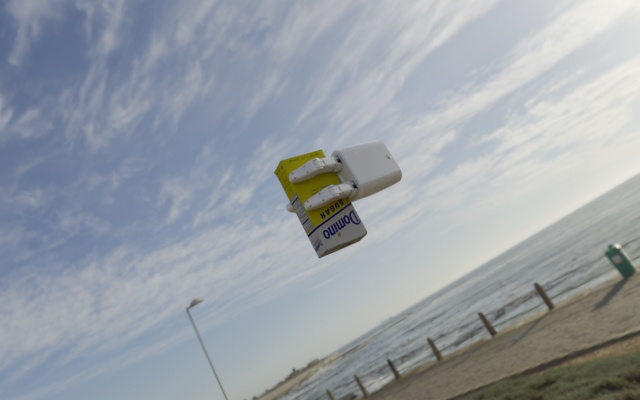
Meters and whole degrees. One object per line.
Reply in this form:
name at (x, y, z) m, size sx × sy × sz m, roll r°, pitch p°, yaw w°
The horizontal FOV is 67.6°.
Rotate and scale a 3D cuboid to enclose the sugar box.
sugar box at (0.000, 0.002, 0.827) m, size 0.093 × 0.176 × 0.048 m, roll -20°, pitch -19°, yaw -32°
